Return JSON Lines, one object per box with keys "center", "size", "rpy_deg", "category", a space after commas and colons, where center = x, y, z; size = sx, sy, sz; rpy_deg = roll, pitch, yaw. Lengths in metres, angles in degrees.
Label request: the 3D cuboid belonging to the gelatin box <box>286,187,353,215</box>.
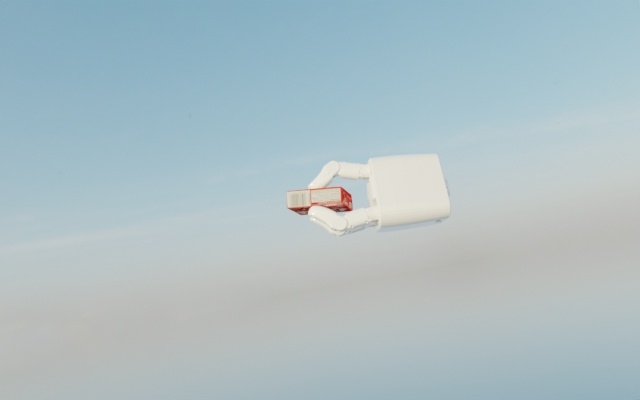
{"center": [0.000, 0.002, 0.736], "size": [0.089, 0.030, 0.073], "rpy_deg": [-4, -11, 13], "category": "gelatin box"}
